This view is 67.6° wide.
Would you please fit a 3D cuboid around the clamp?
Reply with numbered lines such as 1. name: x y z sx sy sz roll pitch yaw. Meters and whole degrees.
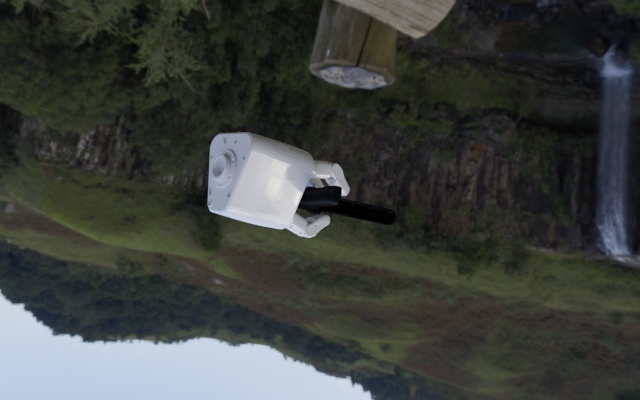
1. clamp: -0.001 0.003 0.723 0.210 0.036 0.164 7 -10 44
